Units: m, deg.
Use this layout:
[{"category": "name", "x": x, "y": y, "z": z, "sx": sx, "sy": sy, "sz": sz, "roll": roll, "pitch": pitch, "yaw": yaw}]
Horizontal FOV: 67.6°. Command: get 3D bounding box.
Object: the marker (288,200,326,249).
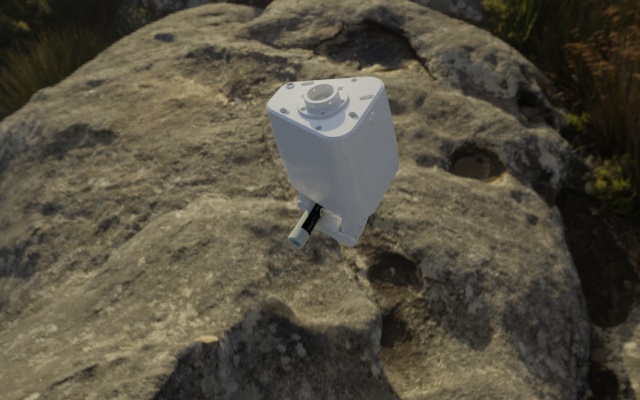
[{"category": "marker", "x": 0.000, "y": 0.002, "z": 0.533, "sx": 0.020, "sy": 0.121, "sz": 0.020, "roll": 22, "pitch": -33, "yaw": 16}]
